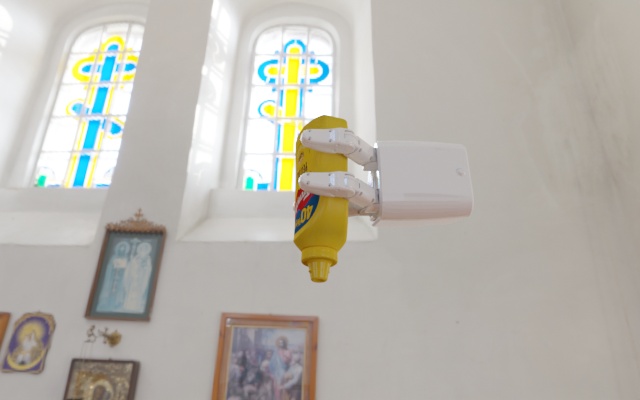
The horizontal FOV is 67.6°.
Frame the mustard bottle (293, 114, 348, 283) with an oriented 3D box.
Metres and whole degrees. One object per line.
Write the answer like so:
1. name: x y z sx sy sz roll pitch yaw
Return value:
1. mustard bottle: 0.000 0.002 0.563 0.058 0.191 0.096 11 -28 -22
